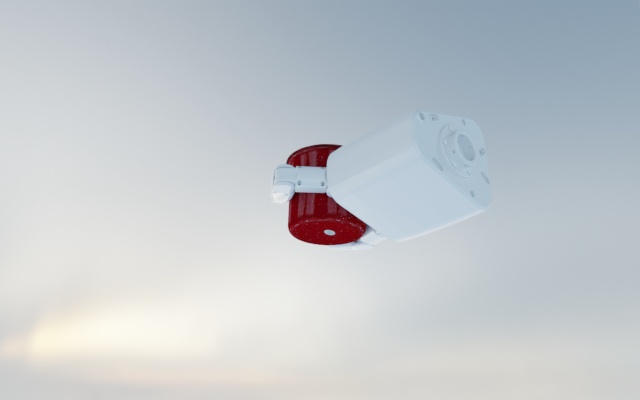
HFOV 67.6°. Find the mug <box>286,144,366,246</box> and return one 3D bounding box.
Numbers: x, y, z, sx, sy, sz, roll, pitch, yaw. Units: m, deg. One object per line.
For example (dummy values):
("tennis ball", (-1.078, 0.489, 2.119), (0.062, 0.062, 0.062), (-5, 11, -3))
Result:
("mug", (-0.001, 0.002, 0.519), (0.093, 0.081, 0.117), (19, -29, -33))
